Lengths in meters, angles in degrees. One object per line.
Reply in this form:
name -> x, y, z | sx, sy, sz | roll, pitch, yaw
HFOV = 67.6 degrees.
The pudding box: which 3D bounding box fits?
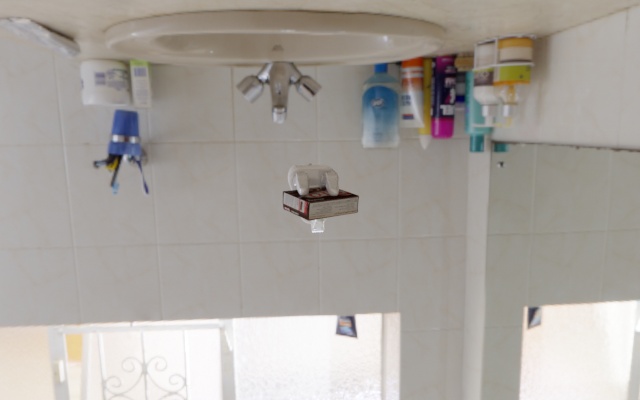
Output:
pudding box -> 0.000, 0.003, 0.877 | 0.113, 0.039, 0.090 | -10, 17, -33
